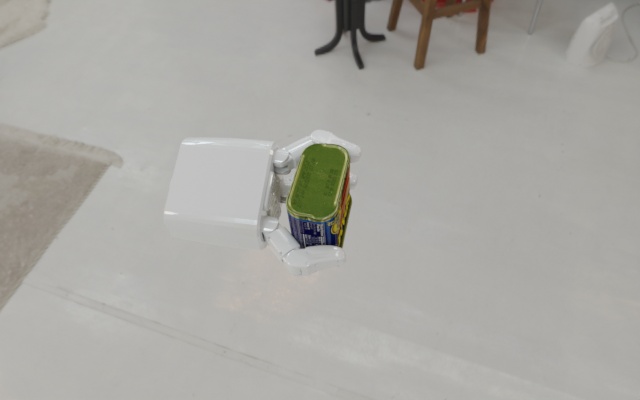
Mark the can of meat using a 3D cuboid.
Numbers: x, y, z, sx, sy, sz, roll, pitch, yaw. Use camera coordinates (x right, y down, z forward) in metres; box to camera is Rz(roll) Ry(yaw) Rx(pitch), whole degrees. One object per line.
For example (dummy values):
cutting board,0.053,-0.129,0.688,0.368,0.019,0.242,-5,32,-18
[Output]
can of meat,0.000,0.002,0.507,0.057,0.102,0.084,8,-35,9
